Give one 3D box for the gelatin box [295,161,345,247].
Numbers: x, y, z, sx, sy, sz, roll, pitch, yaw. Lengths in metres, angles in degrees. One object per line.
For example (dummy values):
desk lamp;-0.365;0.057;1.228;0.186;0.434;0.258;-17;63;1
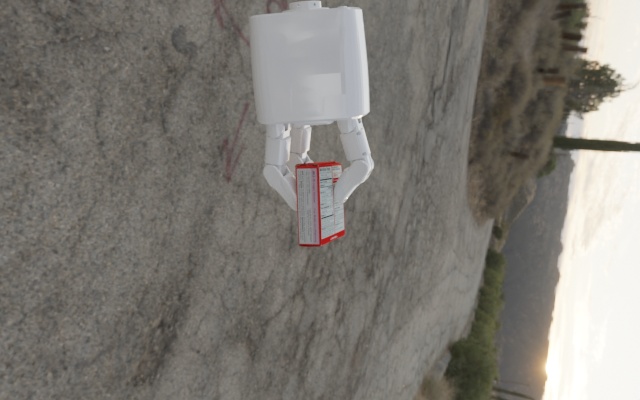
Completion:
gelatin box;0.001;0.002;0.532;0.030;0.089;0.073;-1;6;23
